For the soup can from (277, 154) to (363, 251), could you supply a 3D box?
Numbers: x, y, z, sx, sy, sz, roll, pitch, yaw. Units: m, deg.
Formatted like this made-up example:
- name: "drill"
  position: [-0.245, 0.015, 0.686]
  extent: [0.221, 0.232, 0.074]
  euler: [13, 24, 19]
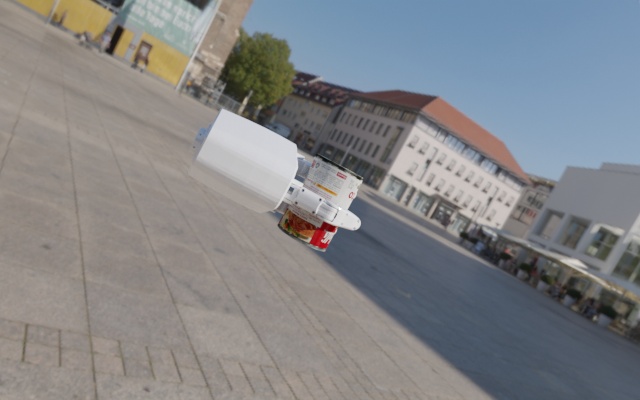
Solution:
- name: "soup can"
  position: [0.001, 0.002, 0.589]
  extent: [0.068, 0.102, 0.068]
  euler: [28, 4, -2]
